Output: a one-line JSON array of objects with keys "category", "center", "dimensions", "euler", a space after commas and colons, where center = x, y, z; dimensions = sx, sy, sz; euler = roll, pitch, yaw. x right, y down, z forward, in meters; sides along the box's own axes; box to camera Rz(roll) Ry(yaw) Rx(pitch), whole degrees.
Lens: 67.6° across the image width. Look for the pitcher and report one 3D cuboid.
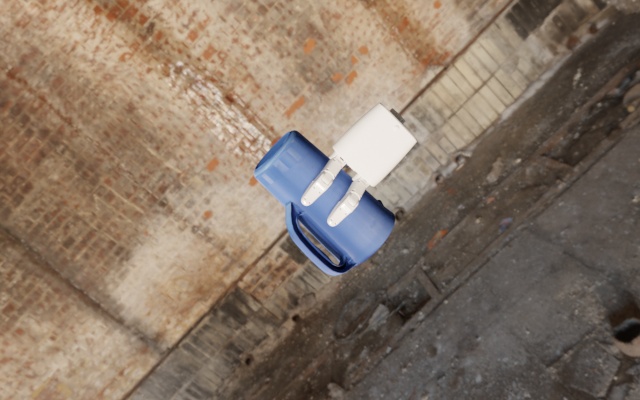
[{"category": "pitcher", "center": [0.000, 0.003, 0.830], "dimensions": [0.243, 0.145, 0.149], "euler": [43, 11, -14]}]
